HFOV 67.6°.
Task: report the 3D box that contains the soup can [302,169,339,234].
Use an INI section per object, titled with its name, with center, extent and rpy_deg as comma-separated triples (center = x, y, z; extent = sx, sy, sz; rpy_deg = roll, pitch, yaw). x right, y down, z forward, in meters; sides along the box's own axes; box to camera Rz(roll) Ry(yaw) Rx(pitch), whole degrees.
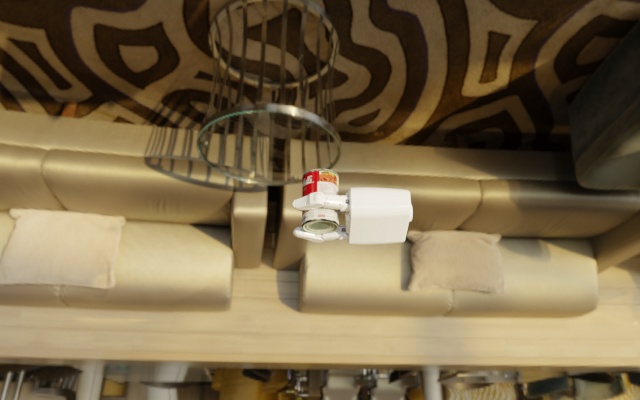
[soup can]
center = 0.000, 0.003, 0.868
extent = 0.068, 0.102, 0.068
rpy_deg = 0, -25, 0
